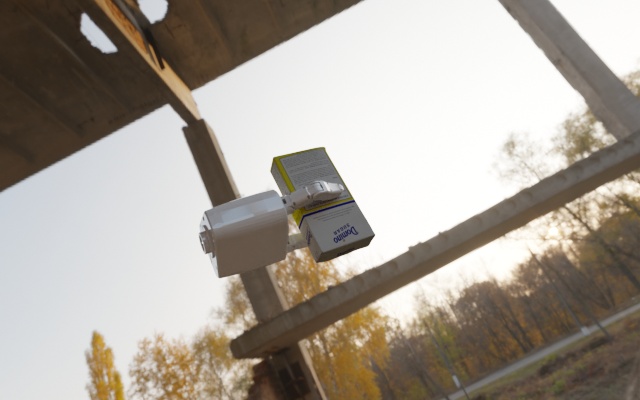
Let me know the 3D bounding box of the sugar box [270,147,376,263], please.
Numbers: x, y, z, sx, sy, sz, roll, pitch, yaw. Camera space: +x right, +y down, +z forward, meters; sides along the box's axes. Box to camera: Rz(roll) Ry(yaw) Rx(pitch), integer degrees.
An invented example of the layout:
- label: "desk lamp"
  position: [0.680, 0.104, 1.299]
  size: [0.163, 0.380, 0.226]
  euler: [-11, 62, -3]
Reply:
- label: "sugar box"
  position: [0.000, 0.003, 0.726]
  size: [0.093, 0.176, 0.048]
  euler: [-16, -26, -24]
